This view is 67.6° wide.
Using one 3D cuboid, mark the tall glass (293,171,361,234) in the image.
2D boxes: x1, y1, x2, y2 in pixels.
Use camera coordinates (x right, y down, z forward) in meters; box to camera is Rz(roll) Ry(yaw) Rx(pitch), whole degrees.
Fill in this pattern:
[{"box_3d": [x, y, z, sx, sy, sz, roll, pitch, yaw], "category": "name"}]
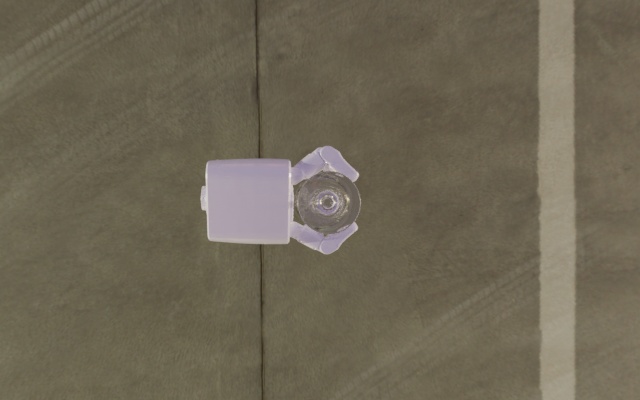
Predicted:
[{"box_3d": [0.000, 0.002, 0.654, 0.079, 0.079, 0.201, 0, 0, -5], "category": "tall glass"}]
